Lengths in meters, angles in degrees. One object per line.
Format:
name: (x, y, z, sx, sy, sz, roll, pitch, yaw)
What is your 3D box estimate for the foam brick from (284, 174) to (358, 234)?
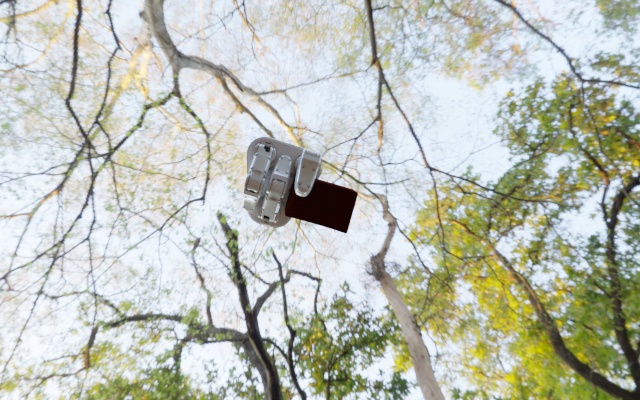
foam brick: (0.000, 0.002, 0.585, 0.078, 0.053, 0.051, 17, 5, -6)
